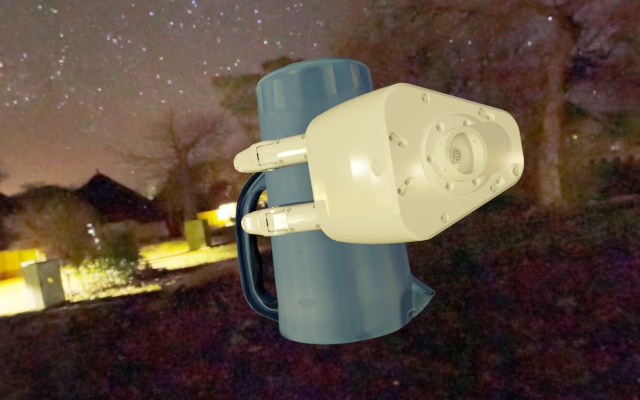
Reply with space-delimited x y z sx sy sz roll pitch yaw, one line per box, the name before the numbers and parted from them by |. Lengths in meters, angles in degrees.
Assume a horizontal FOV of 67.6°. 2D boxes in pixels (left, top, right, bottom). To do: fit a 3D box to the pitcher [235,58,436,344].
pitcher | 0.000 0.001 0.453 0.149 0.243 0.145 -10 2 -23
